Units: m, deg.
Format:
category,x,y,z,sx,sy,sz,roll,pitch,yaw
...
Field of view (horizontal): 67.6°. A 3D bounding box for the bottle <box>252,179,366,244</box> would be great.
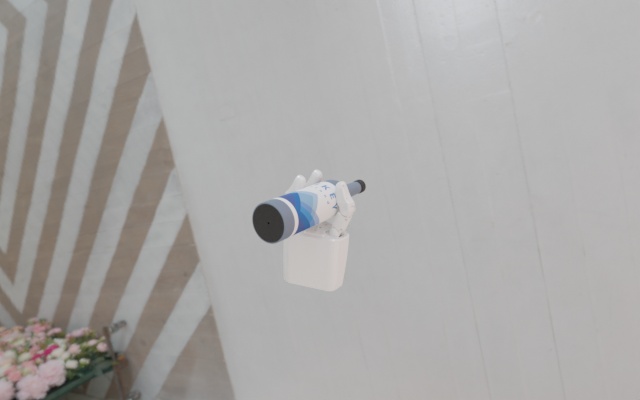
category,x,y,z,sx,sy,sz,roll,pitch,yaw
bottle,0.000,0.003,0.851,0.069,0.069,0.295,0,13,34
